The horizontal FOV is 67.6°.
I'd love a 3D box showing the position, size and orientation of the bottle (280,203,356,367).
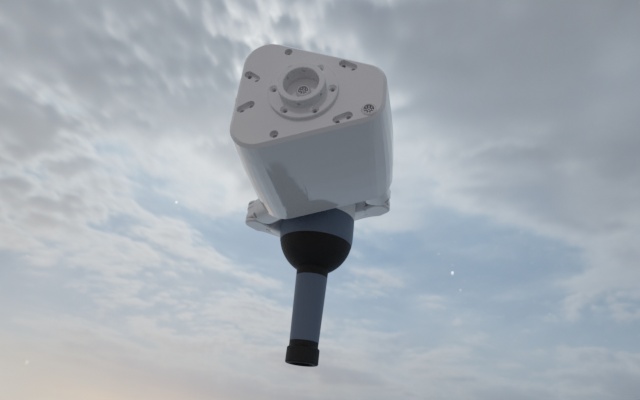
[{"bbox_3d":[0.000,0.001,0.451,0.069,0.295,0.069,5,-26,3],"label":"bottle"}]
